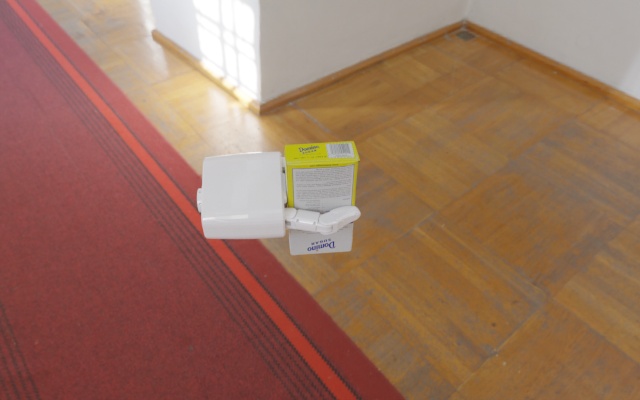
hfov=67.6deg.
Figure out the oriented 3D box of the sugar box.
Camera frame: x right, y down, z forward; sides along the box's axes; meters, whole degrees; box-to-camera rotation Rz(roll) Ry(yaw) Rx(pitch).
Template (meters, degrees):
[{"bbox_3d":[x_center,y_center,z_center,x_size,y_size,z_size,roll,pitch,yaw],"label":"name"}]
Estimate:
[{"bbox_3d":[0.000,0.002,0.658,0.093,0.048,0.176,-3,-43,-5],"label":"sugar box"}]
